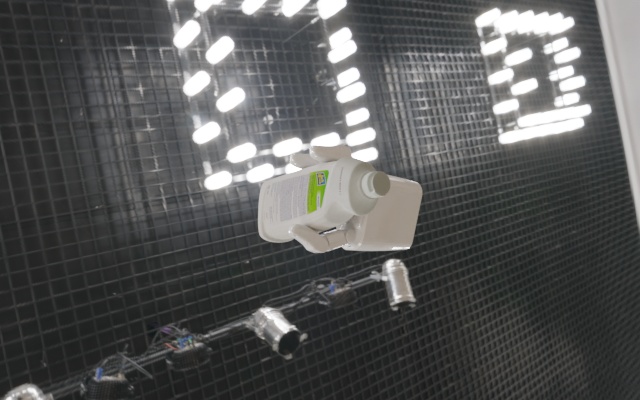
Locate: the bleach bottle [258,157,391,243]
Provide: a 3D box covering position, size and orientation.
[{"bbox_3d":[0.000,0.002,0.654,0.068,0.102,0.251,5,-9,-34],"label":"bleach bottle"}]
